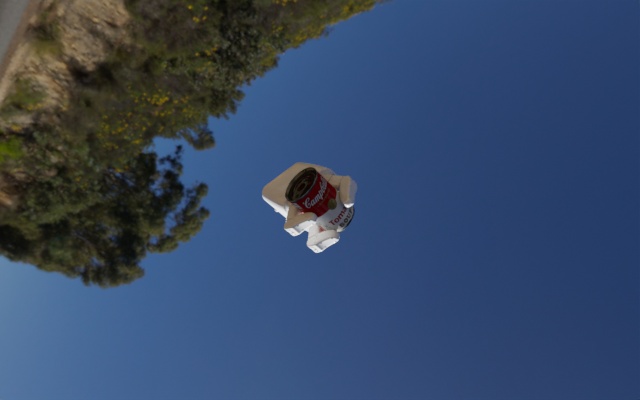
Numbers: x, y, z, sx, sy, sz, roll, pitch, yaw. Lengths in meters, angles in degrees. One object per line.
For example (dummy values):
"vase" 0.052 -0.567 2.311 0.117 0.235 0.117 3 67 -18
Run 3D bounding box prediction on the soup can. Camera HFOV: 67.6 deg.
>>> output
"soup can" 0.001 0.003 0.789 0.102 0.068 0.068 42 -25 -31
